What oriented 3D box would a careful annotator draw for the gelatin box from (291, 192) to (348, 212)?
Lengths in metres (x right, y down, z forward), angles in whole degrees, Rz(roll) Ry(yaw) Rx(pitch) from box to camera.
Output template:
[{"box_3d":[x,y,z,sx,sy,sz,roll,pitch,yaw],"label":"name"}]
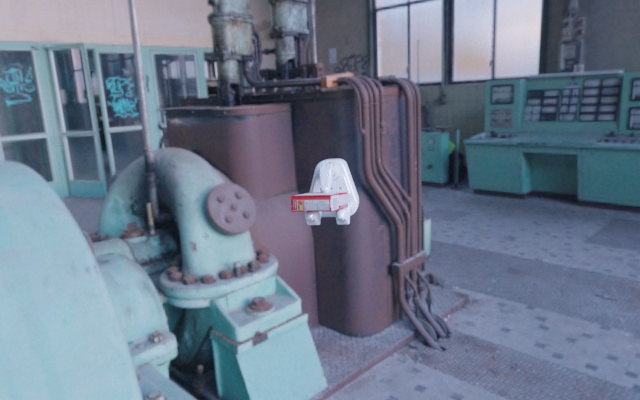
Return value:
[{"box_3d":[0.000,0.002,0.824,0.073,0.030,0.089,0,4,22],"label":"gelatin box"}]
